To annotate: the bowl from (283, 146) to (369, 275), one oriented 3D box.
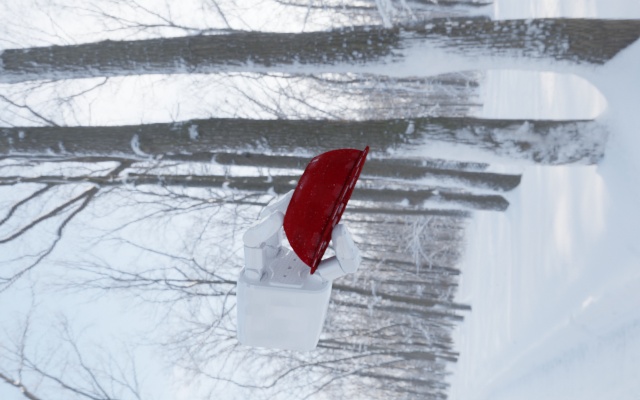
[{"bbox_3d":[0.000,0.000,0.552,0.055,0.162,0.162,25,2,5],"label":"bowl"}]
